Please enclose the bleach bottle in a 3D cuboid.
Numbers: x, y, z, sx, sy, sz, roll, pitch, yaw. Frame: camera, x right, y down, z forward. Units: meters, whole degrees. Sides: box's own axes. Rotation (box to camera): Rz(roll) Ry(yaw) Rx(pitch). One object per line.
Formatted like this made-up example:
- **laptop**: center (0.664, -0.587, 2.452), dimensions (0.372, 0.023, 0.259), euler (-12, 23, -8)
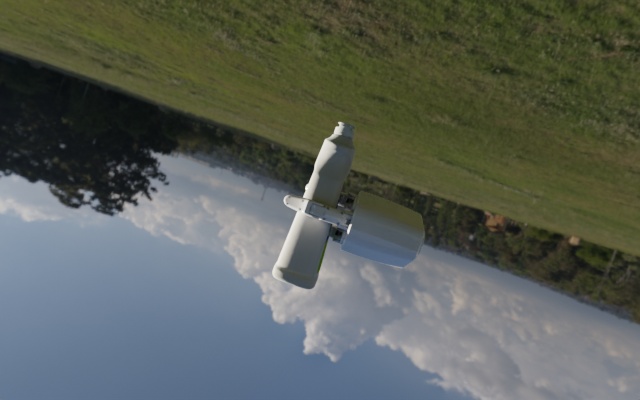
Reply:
- **bleach bottle**: center (0.000, 0.002, 0.730), dimensions (0.068, 0.251, 0.102), euler (19, 1, 2)
